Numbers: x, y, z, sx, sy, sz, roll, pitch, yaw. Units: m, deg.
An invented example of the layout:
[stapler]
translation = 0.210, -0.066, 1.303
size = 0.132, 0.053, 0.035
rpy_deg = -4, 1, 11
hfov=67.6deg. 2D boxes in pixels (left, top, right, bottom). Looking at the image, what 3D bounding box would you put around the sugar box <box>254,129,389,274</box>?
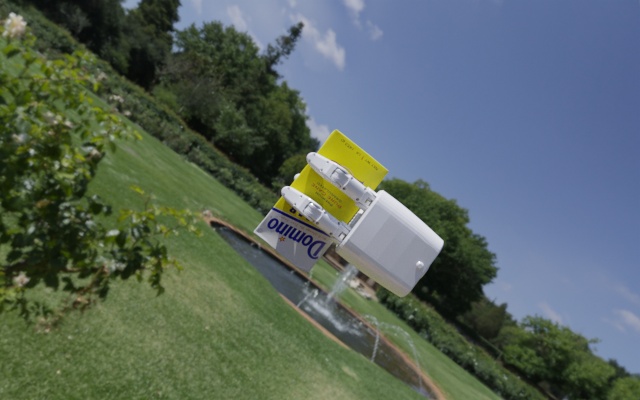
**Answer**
[sugar box]
translation = 0.000, 0.002, 0.642
size = 0.093, 0.176, 0.048
rpy_deg = 38, -3, -2
